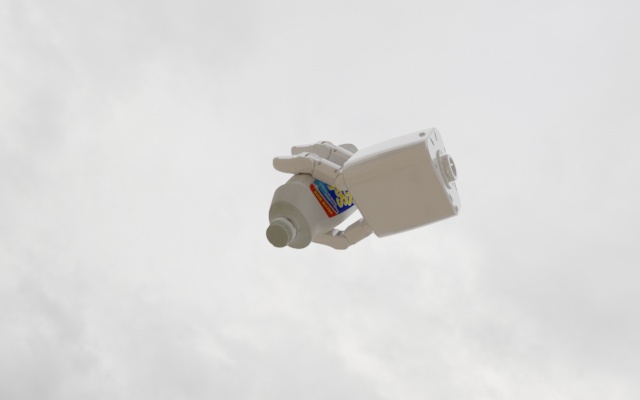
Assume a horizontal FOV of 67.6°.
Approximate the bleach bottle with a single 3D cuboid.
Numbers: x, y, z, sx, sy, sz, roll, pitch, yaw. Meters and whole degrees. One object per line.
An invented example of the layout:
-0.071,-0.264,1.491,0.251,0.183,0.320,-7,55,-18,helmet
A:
0.000,0.002,0.631,0.068,0.102,0.250,-17,14,27,bleach bottle
